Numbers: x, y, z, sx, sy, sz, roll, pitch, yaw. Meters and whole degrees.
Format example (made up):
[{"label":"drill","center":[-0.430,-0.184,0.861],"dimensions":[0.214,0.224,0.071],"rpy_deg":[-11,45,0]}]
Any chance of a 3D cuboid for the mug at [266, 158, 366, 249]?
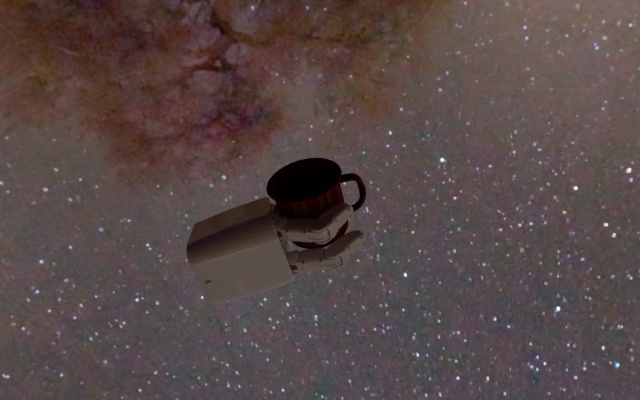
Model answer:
[{"label":"mug","center":[0.002,0.002,0.595],"dimensions":[0.117,0.082,0.093],"rpy_deg":[-18,35,-2]}]
